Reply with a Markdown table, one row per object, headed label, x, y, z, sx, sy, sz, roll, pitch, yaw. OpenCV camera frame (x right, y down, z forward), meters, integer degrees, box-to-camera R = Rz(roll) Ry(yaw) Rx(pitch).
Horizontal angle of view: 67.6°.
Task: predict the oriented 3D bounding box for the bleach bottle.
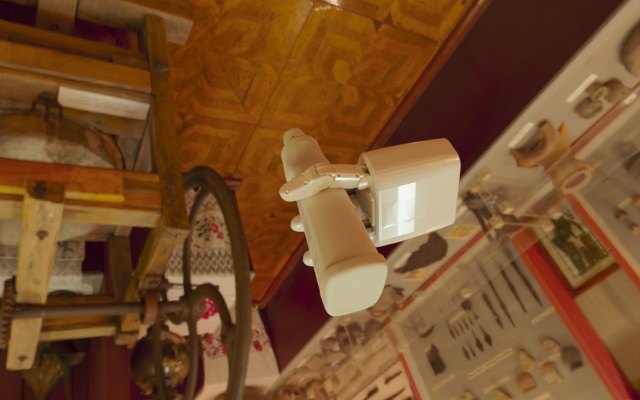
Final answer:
| label | x | y | z | sx | sy | sz | roll | pitch | yaw |
| --- | --- | --- | --- | --- | --- | --- | --- | --- | --- |
| bleach bottle | 0.000 | 0.002 | 0.563 | 0.068 | 0.250 | 0.103 | -13 | -37 | -11 |
